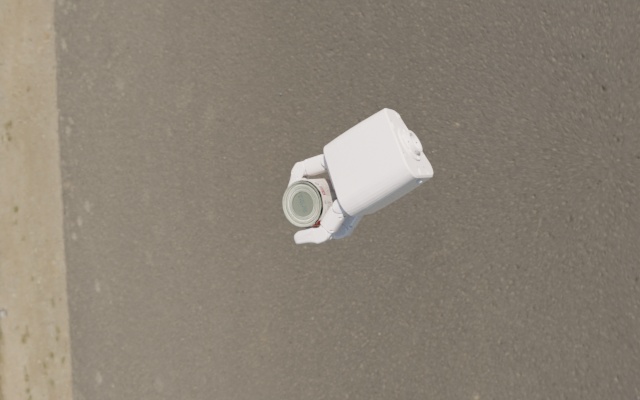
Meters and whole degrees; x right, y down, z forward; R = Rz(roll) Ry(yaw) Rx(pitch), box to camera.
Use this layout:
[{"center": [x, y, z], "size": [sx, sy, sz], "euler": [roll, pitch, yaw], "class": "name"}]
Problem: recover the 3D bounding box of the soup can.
[{"center": [0.000, 0.002, 0.698], "size": [0.068, 0.068, 0.102], "euler": [0, 3, 31], "class": "soup can"}]
